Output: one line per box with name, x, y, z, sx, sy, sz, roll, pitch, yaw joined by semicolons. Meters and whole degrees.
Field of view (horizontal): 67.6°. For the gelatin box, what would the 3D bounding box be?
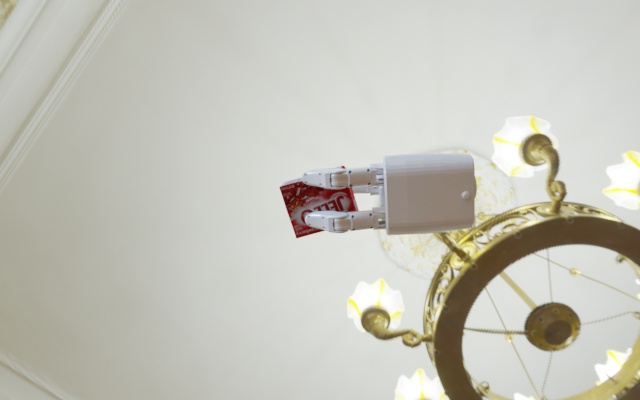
gelatin box;0.000;0.002;0.620;0.089;0.073;0.030;-15;12;12
